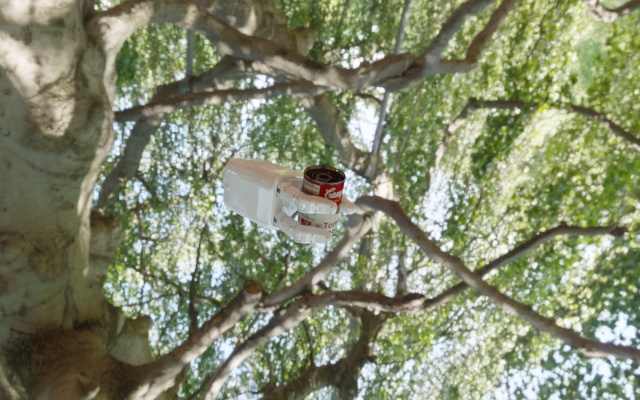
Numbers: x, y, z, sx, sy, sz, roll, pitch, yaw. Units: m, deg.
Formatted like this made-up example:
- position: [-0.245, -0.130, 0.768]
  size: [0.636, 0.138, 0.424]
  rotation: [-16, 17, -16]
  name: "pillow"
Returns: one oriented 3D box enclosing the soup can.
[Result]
- position: [0.001, 0.003, 0.772]
  size: [0.068, 0.102, 0.068]
  rotation: [7, 27, -4]
  name: "soup can"
